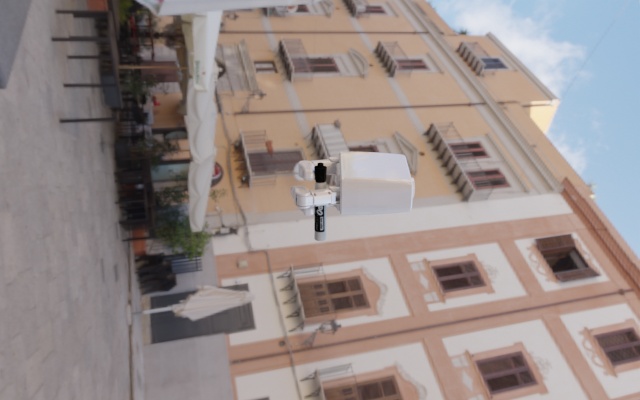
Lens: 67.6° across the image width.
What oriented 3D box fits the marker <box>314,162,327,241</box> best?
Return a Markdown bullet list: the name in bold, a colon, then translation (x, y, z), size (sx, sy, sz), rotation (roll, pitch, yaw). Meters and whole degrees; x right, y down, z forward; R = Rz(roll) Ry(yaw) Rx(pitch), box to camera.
- **marker**: translation (0.000, 0.002, 0.715), size (0.020, 0.121, 0.020), rotation (0, 19, 0)
